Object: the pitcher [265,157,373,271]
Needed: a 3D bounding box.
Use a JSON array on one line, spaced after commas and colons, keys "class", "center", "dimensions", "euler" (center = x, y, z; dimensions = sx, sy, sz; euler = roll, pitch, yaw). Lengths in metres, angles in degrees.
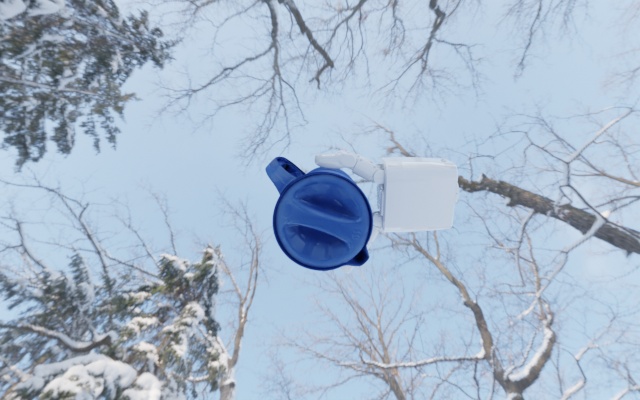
[{"class": "pitcher", "center": [0.000, 0.002, 0.737], "dimensions": [0.145, 0.149, 0.243], "euler": [-1, 9, 2]}]
